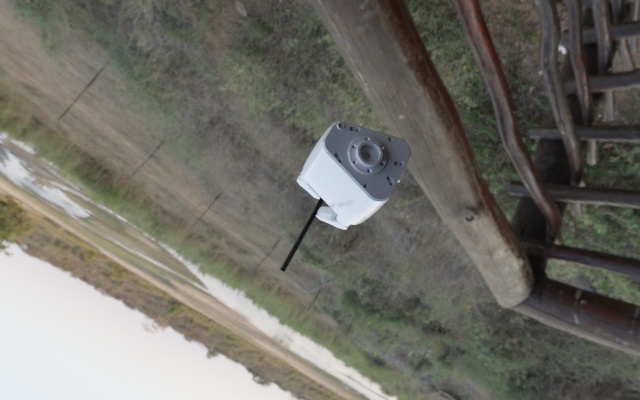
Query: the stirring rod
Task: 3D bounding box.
[{"bbox_3d":[0.000,0.002,0.731,0.011,0.239,0.011,25,-21,10],"label":"stirring rod"}]
